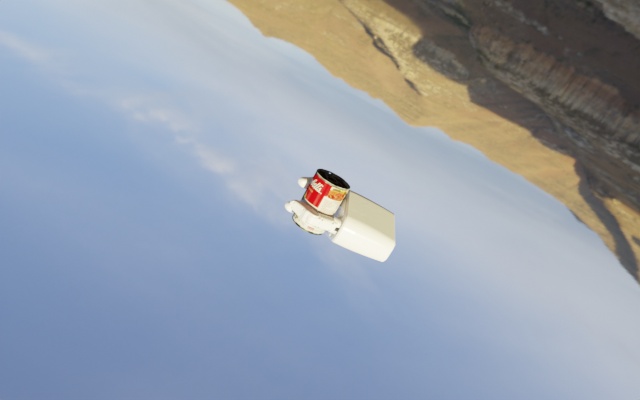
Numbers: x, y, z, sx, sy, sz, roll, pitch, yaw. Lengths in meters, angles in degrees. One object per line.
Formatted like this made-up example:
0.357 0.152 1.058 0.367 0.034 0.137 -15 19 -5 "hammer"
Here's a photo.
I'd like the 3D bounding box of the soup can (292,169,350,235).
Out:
0.000 0.003 0.862 0.068 0.102 0.068 26 20 -10 "soup can"
